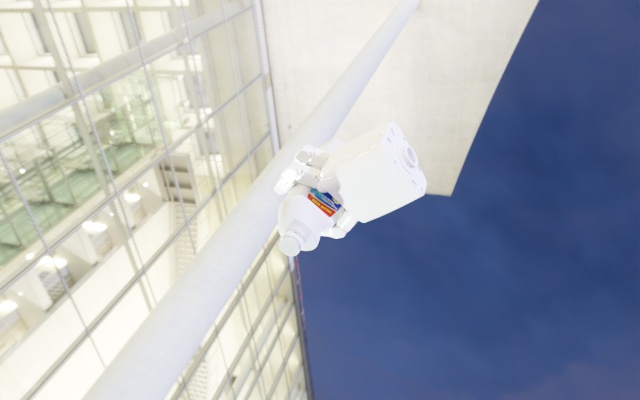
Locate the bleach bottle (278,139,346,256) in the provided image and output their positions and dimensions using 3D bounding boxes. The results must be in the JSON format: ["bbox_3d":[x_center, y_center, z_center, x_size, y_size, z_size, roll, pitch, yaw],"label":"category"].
[{"bbox_3d":[0.000,0.002,0.735,0.068,0.102,0.250,-25,21,33],"label":"bleach bottle"}]
